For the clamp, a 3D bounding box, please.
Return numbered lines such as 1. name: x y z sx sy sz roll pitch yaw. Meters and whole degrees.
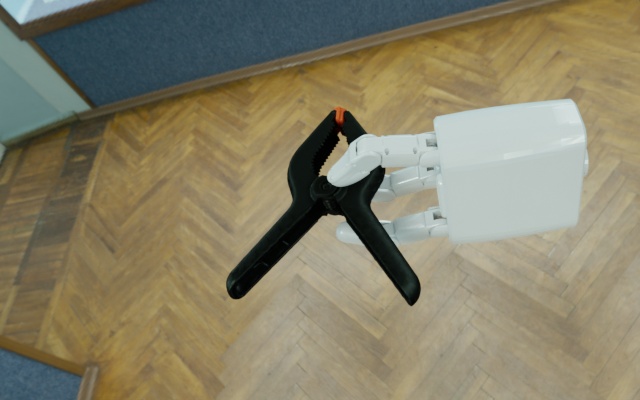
1. clamp: 0.000 0.001 0.439 0.164 0.209 0.036 -7 -34 12
